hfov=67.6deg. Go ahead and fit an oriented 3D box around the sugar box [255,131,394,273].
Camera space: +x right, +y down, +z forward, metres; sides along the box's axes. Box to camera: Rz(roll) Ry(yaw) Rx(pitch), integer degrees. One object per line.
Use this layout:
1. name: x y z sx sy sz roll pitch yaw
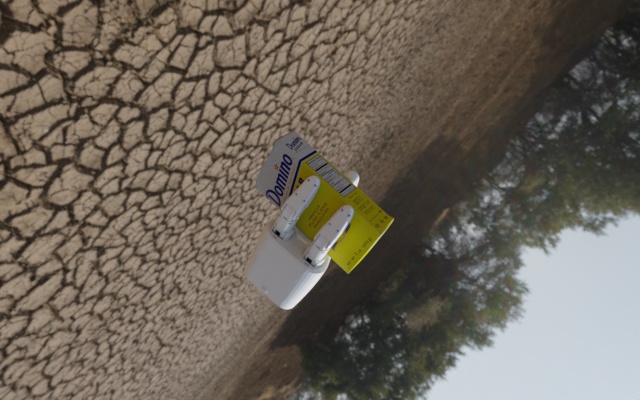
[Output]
1. sugar box: 0.000 0.002 0.618 0.176 0.093 0.048 40 41 8
